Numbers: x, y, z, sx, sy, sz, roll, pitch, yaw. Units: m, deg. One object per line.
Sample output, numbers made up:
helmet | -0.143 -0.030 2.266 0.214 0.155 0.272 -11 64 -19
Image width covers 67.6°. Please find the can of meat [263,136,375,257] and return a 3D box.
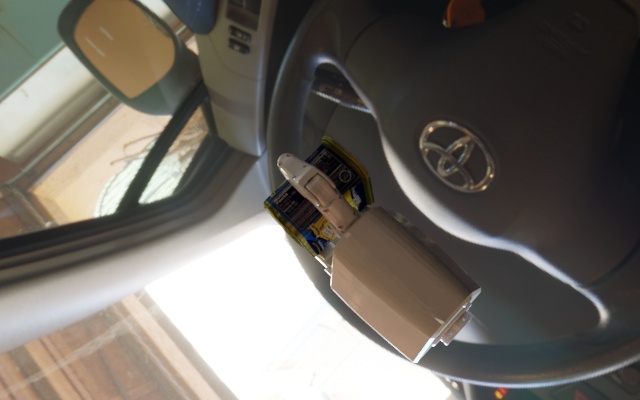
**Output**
can of meat | 0.000 0.002 0.448 0.057 0.084 0.102 42 -7 20
